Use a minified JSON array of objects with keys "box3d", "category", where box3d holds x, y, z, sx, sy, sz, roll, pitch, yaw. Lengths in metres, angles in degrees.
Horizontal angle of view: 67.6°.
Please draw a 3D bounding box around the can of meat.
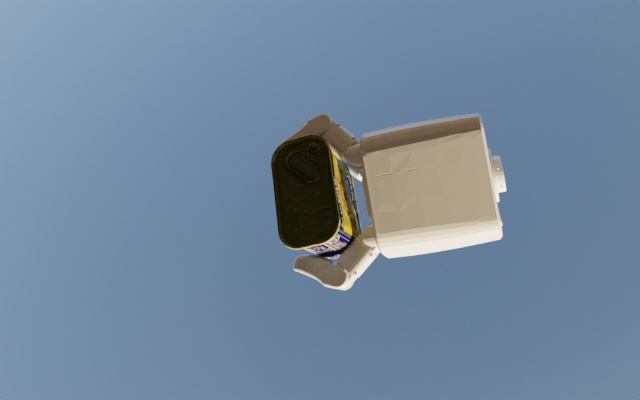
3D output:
[{"box3d":[0.000,0.002,0.454,0.057,0.102,0.084,-14,-20,18],"category":"can of meat"}]
